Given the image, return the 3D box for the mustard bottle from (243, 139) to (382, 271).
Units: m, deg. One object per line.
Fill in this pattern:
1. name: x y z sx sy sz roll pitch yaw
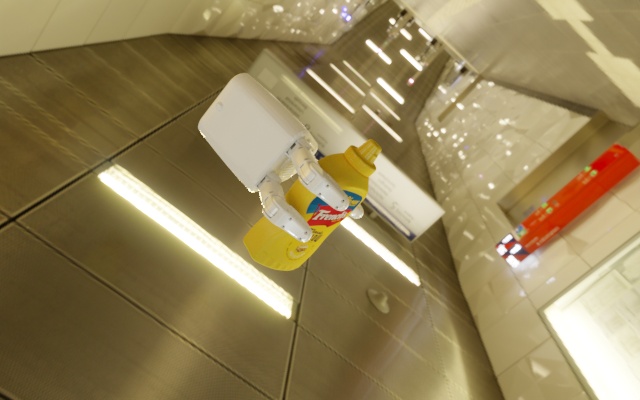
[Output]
1. mustard bottle: 0.000 0.002 0.566 0.192 0.058 0.096 -47 -35 19
